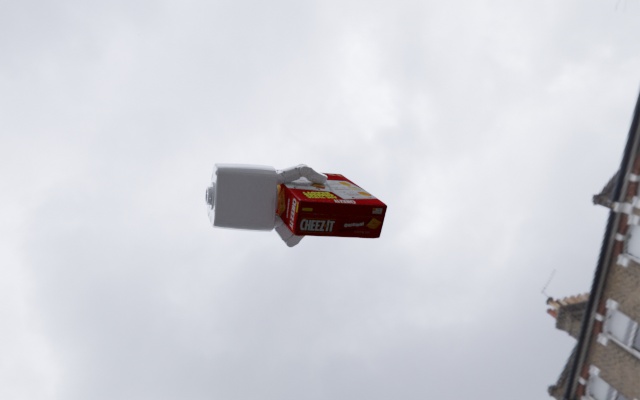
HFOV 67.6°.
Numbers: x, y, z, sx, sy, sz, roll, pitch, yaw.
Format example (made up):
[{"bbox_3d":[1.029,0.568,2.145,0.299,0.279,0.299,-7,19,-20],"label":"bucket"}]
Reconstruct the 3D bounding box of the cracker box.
[{"bbox_3d":[0.000,0.003,0.892,0.164,0.072,0.213,3,17,-22],"label":"cracker box"}]
